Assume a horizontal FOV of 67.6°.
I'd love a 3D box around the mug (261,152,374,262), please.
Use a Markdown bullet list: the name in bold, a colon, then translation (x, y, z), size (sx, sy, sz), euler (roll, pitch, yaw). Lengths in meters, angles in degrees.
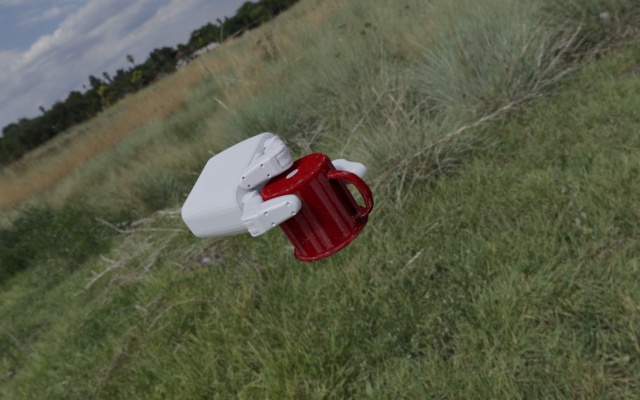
- **mug**: translation (0.001, 0.001, 0.493), size (0.117, 0.081, 0.093), euler (-14, 27, 40)
